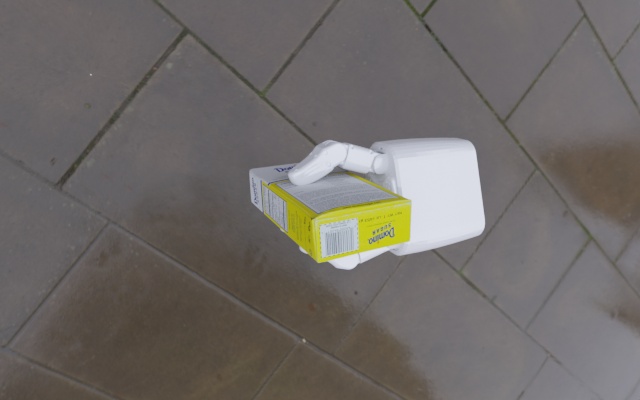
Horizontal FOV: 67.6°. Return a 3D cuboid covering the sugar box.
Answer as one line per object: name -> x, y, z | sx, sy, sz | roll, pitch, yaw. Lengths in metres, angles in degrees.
sugar box -> 0.000, 0.002, 0.467 | 0.093, 0.048, 0.176 | -9, 17, -23
